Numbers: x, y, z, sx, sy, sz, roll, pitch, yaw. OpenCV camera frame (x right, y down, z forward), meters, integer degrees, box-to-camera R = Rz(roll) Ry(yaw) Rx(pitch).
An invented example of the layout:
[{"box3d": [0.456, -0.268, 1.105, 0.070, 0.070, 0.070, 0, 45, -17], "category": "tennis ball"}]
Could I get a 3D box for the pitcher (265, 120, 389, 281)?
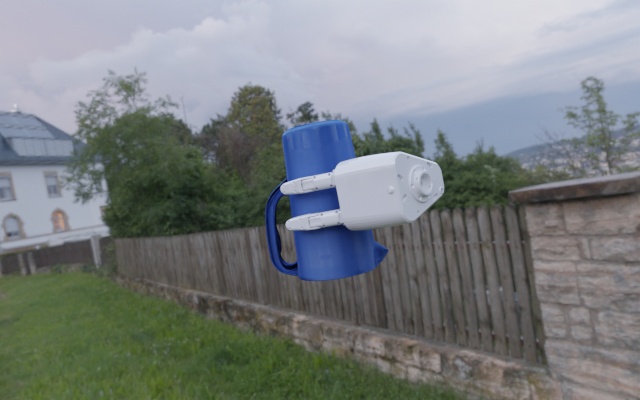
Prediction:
[{"box3d": [0.000, 0.002, 0.765, 0.149, 0.243, 0.145, -12, 2, -41], "category": "pitcher"}]
